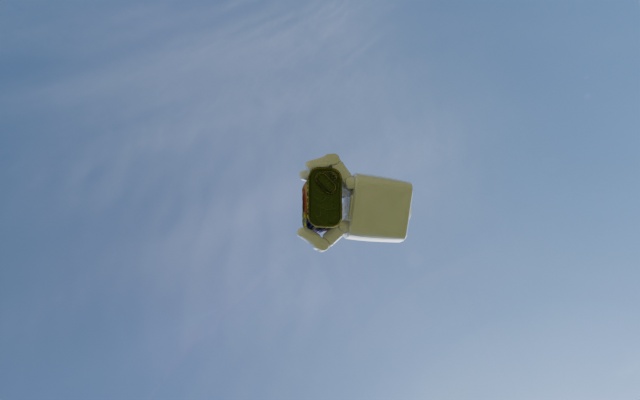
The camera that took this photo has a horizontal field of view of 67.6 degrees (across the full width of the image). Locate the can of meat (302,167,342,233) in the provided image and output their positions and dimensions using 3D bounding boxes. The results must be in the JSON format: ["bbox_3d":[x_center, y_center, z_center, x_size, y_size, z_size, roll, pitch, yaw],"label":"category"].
[{"bbox_3d":[0.000,0.003,0.823,0.057,0.102,0.084,2,-13,-11],"label":"can of meat"}]
